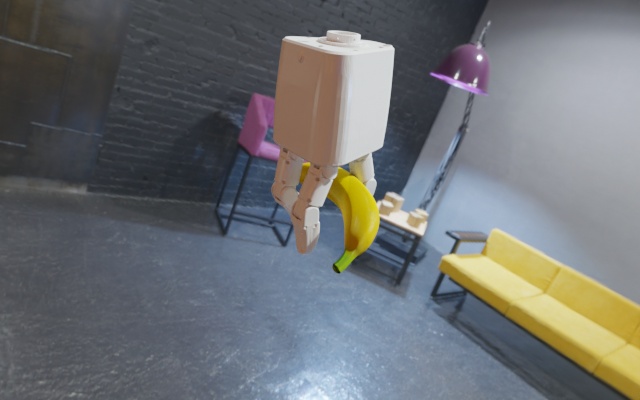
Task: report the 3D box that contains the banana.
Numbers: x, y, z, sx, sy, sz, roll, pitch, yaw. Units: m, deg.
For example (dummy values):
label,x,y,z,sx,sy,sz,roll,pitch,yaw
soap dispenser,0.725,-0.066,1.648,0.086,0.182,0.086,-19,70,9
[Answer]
label,x,y,z,sx,sy,sz,roll,pitch,yaw
banana,0.019,-0.002,0.524,0.069,0.037,0.197,-16,34,-7
